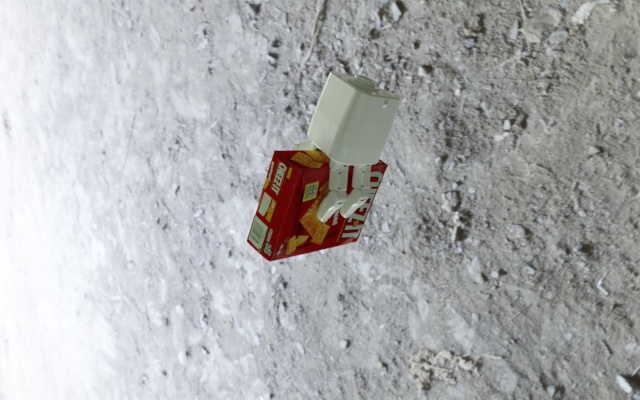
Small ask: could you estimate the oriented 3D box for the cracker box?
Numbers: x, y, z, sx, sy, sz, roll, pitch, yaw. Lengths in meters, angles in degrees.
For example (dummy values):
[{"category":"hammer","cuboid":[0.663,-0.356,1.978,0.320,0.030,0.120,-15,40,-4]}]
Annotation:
[{"category":"cracker box","cuboid":[0.000,0.002,0.779,0.213,0.164,0.072,-7,35,-46]}]
